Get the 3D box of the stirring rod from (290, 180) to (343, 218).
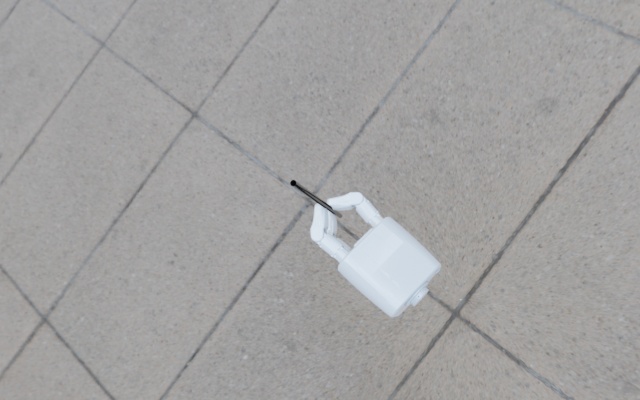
[{"bbox_3d":[0.000,0.002,0.694,0.011,0.011,0.239,0,-11,16],"label":"stirring rod"}]
